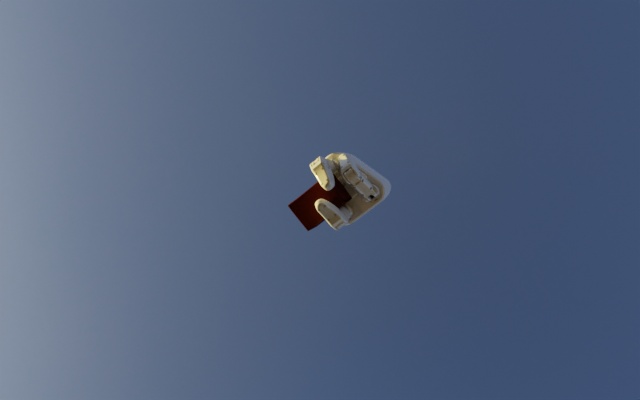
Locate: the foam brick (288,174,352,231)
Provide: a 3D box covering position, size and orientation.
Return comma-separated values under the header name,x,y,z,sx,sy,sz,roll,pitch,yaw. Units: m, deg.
name,x,y,z,sx,sy,sz,roll,pitch,yaw
foam brick,0.000,0.003,0.746,0.078,0.053,0.051,-38,-4,16
